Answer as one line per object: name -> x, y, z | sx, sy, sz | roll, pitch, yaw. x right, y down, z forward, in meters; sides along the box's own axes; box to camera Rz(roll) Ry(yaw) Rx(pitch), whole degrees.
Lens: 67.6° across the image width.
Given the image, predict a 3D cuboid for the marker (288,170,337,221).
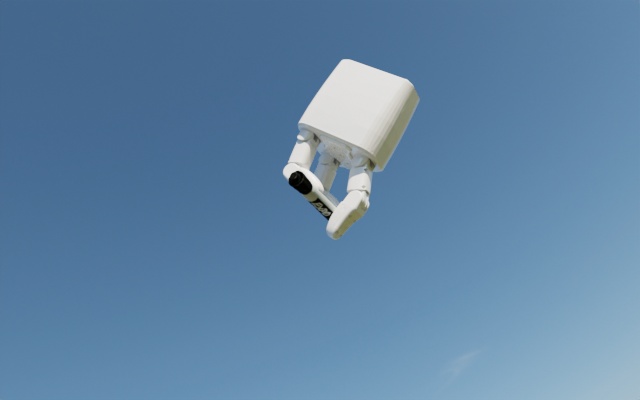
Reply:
marker -> 0.000, 0.002, 0.530 | 0.020, 0.020, 0.121 | 0, -27, 31
